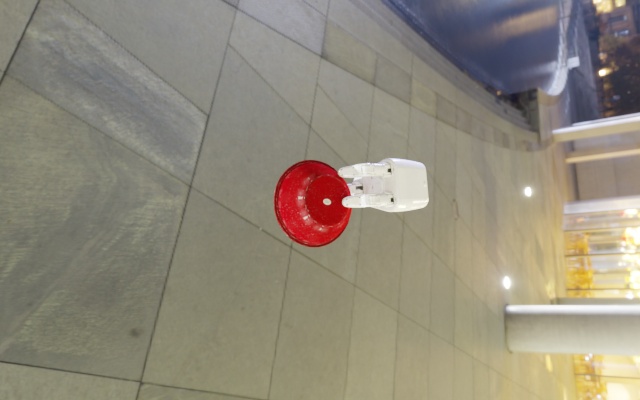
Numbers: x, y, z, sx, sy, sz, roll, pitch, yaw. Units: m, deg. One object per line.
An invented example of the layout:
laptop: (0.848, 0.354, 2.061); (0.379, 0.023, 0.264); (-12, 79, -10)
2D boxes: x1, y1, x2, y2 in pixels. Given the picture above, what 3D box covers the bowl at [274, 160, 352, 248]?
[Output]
bowl: (-0.001, 0.003, 0.853); (0.162, 0.162, 0.055); (0, -5, -29)
